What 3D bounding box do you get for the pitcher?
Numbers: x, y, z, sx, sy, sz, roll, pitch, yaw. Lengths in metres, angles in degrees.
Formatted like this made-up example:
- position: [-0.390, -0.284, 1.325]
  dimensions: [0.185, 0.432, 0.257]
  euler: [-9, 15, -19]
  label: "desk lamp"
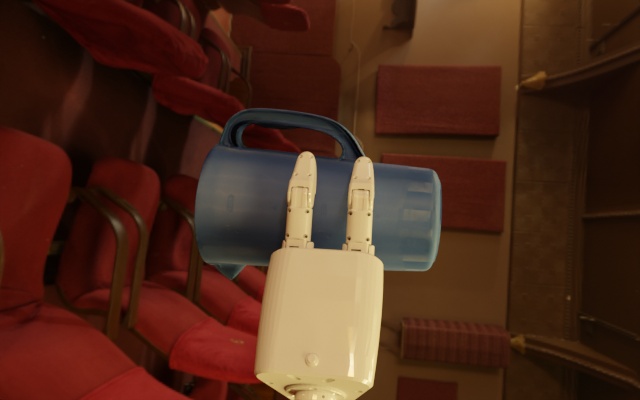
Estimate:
- position: [0.000, 0.002, 0.509]
  dimensions: [0.243, 0.145, 0.149]
  euler: [4, -37, 6]
  label: "pitcher"
